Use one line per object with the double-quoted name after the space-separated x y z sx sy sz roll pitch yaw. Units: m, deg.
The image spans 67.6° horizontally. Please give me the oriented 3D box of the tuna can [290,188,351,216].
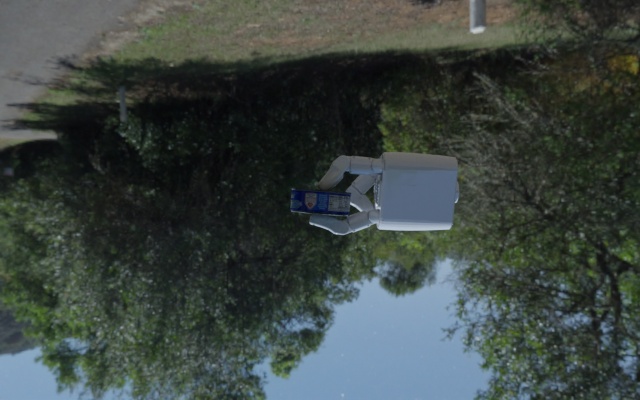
0.000 0.003 0.680 0.086 0.034 0.086 5 0 0 "tuna can"
